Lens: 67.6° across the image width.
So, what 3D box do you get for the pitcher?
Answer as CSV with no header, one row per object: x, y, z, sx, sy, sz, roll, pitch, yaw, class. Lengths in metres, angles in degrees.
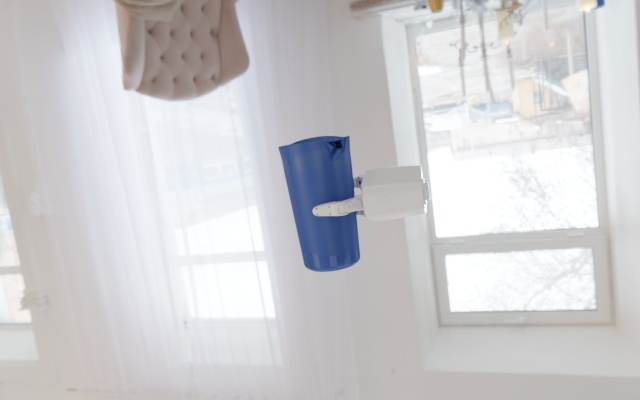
0.000,0.003,0.899,0.145,0.243,0.149,-7,7,13,pitcher
